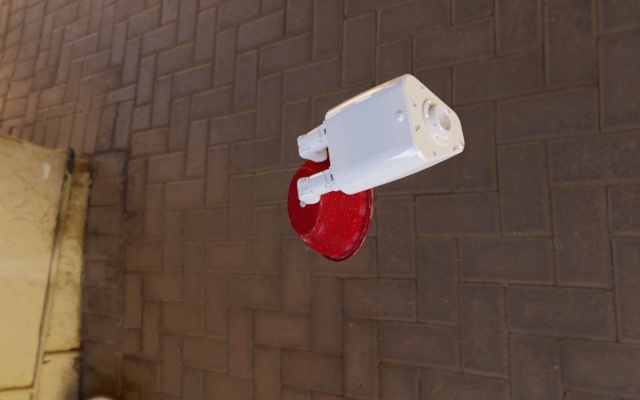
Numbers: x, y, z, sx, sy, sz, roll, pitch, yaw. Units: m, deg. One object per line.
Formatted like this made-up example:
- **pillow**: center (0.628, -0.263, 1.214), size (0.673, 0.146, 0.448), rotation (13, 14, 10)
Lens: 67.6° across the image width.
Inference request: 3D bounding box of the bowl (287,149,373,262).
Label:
- **bowl**: center (-0.001, 0.003, 0.642), size (0.055, 0.162, 0.162), rotation (2, -1, -31)
